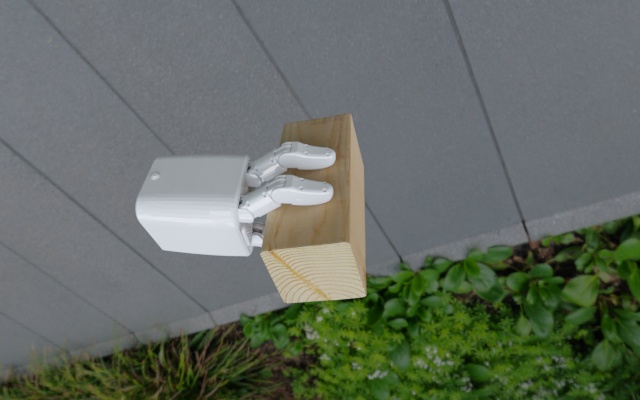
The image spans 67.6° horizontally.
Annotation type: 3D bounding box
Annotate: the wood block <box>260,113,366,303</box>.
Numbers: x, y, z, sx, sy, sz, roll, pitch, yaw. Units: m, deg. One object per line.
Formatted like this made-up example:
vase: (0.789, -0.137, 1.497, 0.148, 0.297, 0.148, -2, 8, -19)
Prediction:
wood block: (0.000, 0.002, 0.542, 0.090, 0.206, 0.091, -7, -46, 11)
